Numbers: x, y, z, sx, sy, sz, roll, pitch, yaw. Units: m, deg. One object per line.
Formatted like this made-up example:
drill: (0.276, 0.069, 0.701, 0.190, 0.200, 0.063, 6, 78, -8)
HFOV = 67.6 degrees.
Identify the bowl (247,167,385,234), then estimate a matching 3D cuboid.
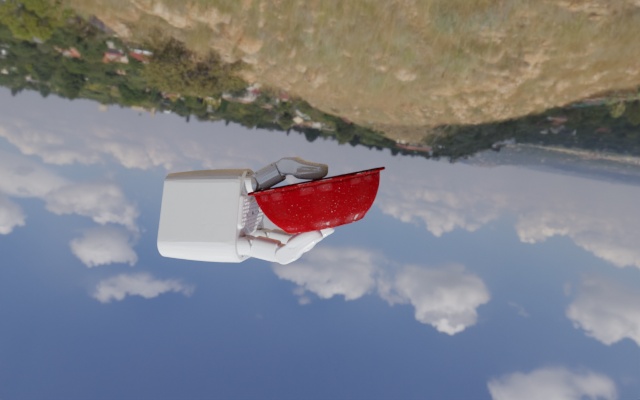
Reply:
bowl: (0.001, 0.002, 0.553, 0.162, 0.055, 0.162, -11, 3, 1)
